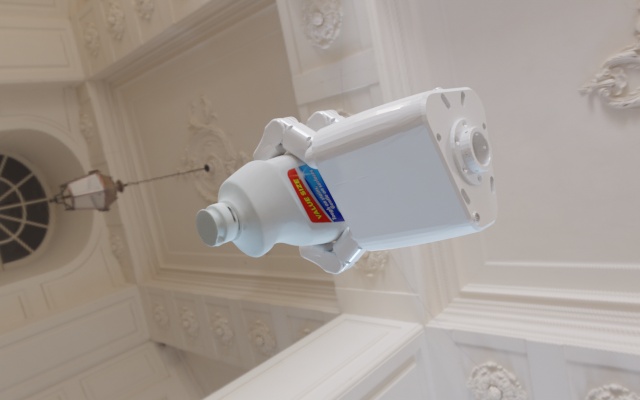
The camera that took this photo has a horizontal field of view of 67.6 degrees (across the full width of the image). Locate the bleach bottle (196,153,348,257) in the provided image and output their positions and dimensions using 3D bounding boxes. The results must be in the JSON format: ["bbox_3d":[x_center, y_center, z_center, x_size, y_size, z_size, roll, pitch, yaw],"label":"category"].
[{"bbox_3d":[0.000,0.001,0.448,0.068,0.102,0.251,-12,4,44],"label":"bleach bottle"}]
